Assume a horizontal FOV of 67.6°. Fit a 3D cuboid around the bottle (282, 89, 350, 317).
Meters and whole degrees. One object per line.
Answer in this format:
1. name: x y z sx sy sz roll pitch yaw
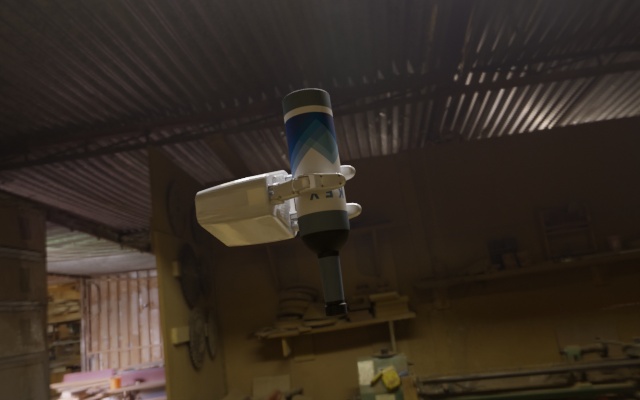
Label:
1. bottle: 0.000 0.002 0.632 0.069 0.295 0.069 -8 -12 -2
